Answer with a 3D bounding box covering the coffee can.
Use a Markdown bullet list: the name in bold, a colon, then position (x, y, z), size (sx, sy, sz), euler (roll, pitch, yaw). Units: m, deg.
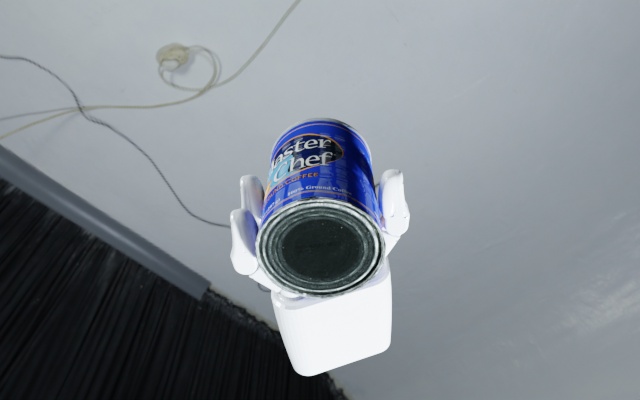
- **coffee can**: position (0.000, 0.001, 0.429), size (0.103, 0.103, 0.140), euler (0, 35, 0)
